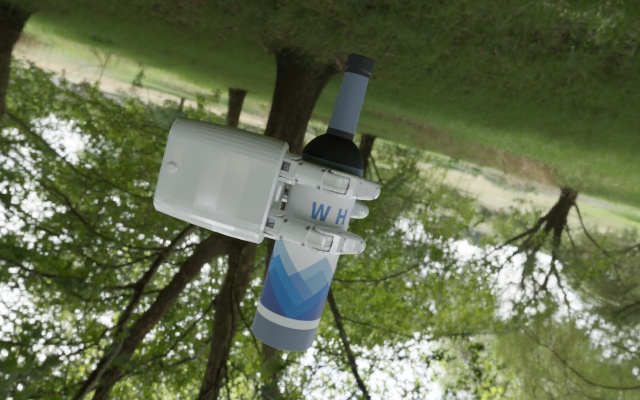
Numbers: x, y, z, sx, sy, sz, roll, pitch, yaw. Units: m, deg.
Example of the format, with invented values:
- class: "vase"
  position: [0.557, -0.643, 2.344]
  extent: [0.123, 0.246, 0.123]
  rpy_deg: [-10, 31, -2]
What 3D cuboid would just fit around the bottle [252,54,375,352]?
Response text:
- class: "bottle"
  position: [0.000, 0.002, 0.483]
  extent: [0.069, 0.296, 0.069]
  rpy_deg: [16, 7, -2]
